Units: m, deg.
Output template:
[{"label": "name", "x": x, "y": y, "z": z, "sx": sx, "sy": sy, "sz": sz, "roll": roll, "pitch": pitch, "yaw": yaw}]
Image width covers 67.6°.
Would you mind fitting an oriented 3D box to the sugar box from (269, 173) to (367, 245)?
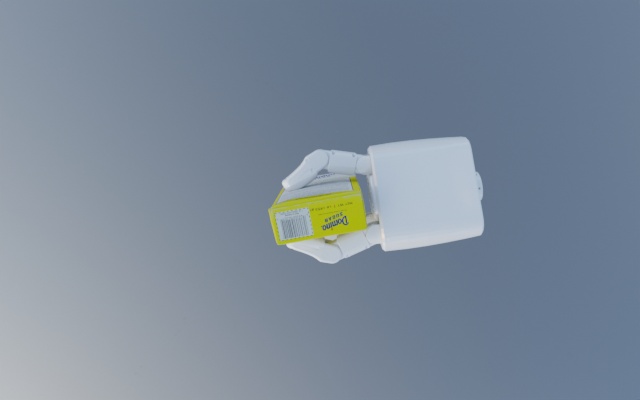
[{"label": "sugar box", "x": 0.000, "y": 0.002, "z": 0.545, "sx": 0.093, "sy": 0.048, "sz": 0.176, "roll": -9, "pitch": 8, "yaw": 4}]
